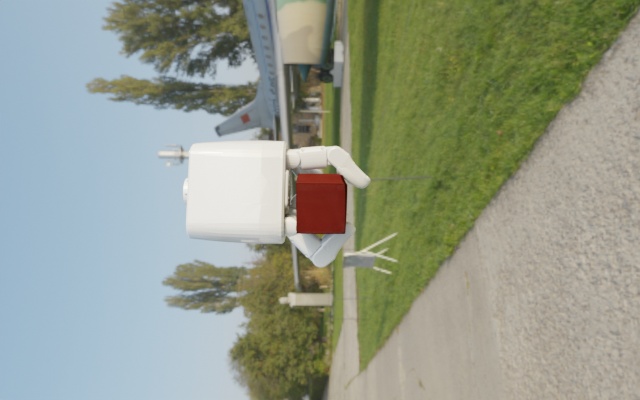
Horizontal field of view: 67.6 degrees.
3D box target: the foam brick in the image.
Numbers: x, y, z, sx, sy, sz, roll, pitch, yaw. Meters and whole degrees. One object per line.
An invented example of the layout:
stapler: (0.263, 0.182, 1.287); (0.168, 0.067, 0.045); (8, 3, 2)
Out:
foam brick: (0.000, 0.002, 0.508); (0.051, 0.053, 0.078); (1, 10, -1)
